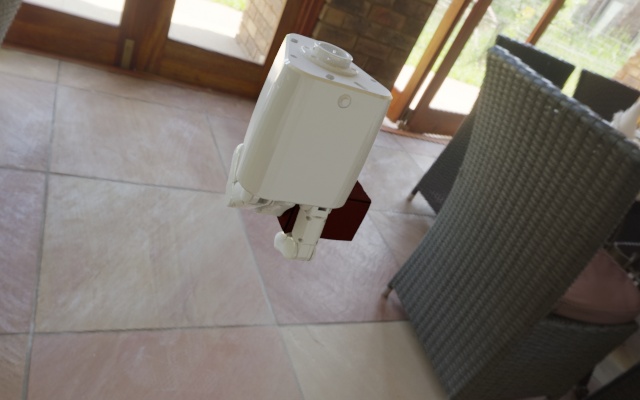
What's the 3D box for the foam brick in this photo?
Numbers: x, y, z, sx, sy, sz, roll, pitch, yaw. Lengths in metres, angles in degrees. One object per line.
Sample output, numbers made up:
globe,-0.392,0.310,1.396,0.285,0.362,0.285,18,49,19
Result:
foam brick,0.000,0.002,0.466,0.078,0.051,0.053,9,31,-28
